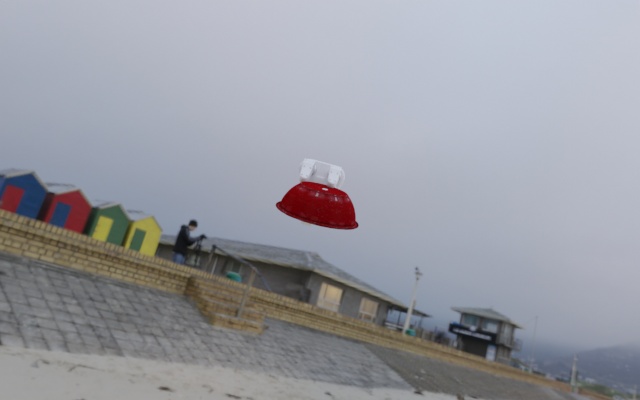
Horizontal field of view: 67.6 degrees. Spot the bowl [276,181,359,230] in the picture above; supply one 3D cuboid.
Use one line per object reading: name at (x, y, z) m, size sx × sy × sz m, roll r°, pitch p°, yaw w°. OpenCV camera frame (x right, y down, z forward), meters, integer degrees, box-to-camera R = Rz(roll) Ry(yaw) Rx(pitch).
bowl at (0.000, 0.003, 0.896) m, size 0.162 × 0.055 × 0.162 m, roll 14°, pitch 11°, yaw -3°
